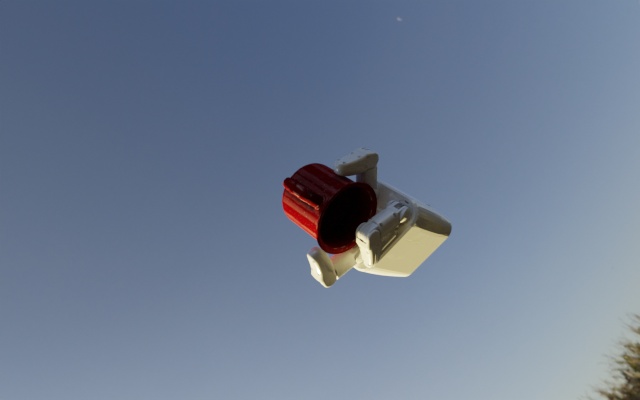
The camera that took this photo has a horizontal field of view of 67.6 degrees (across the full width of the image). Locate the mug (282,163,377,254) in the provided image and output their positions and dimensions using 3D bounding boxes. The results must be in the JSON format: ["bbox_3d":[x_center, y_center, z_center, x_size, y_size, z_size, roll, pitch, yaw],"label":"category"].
[{"bbox_3d":[-0.001,0.001,0.568,0.081,0.093,0.117,34,6,42],"label":"mug"}]
